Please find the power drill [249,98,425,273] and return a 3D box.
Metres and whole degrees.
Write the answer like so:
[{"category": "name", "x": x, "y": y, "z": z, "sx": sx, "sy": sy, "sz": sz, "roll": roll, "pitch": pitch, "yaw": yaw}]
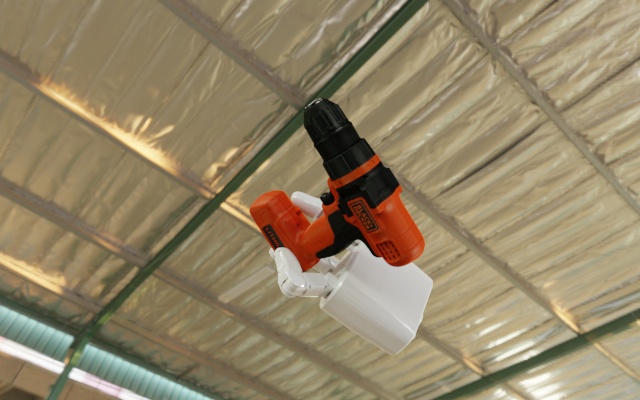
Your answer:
[{"category": "power drill", "x": 0.000, "y": 0.002, "z": 0.517, "sx": 0.057, "sy": 0.184, "sz": 0.188, "roll": -37, "pitch": 8, "yaw": -40}]
